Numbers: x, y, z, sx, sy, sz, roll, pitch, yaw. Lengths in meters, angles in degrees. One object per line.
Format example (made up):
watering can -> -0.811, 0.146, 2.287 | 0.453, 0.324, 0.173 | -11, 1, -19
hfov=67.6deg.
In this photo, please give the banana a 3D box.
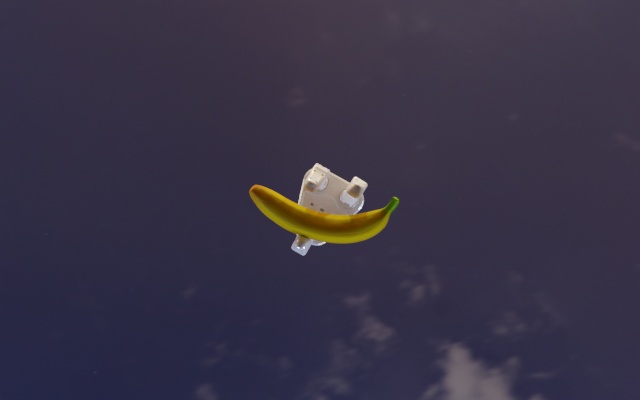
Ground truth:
banana -> 0.002, 0.021, 0.633 | 0.198, 0.069, 0.037 | 5, 5, 4
